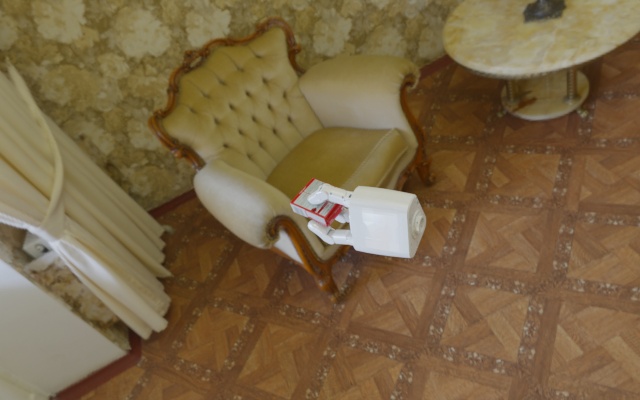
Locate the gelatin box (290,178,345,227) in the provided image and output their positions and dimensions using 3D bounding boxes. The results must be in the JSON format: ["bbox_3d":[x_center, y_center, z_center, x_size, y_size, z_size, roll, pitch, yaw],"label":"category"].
[{"bbox_3d":[0.000,0.003,0.894,0.089,0.073,0.030,23,-31,33],"label":"gelatin box"}]
